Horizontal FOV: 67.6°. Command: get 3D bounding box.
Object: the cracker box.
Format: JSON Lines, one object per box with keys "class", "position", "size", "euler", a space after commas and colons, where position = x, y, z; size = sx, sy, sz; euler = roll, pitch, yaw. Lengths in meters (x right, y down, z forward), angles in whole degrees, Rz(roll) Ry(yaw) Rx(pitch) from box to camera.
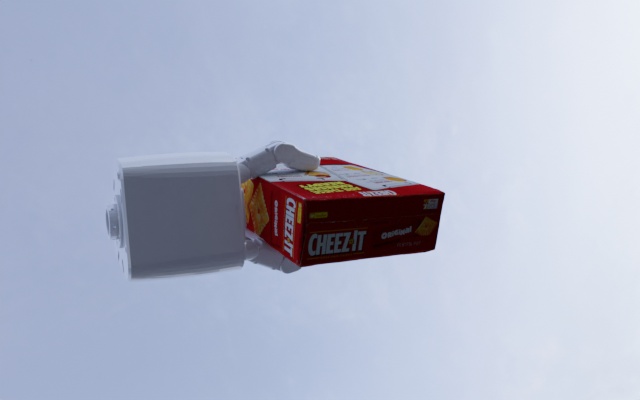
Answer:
{"class": "cracker box", "position": [0.000, 0.002, 0.530], "size": [0.164, 0.072, 0.213], "euler": [-3, 16, -30]}
